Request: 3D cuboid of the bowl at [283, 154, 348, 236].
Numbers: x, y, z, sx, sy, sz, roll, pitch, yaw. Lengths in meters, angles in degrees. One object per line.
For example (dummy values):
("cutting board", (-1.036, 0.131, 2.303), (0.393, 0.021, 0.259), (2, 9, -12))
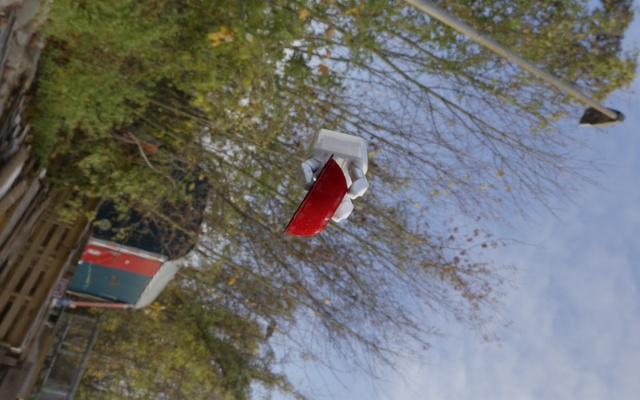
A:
("bowl", (0.000, 0.004, 0.813), (0.055, 0.162, 0.162), (32, -1, -2))
